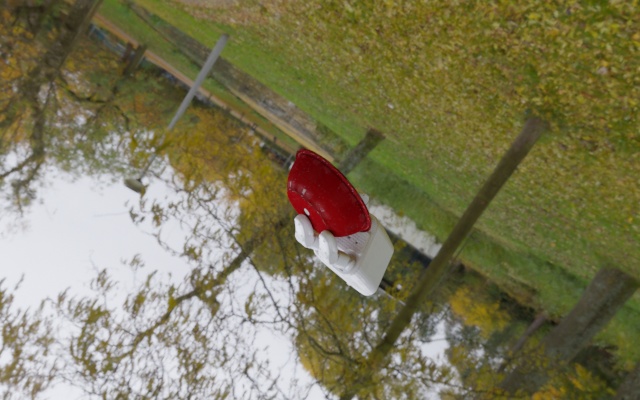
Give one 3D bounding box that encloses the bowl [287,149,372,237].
[{"bbox_3d":[-0.001,0.002,0.715,0.055,0.162,0.162,-41,14,-17],"label":"bowl"}]
